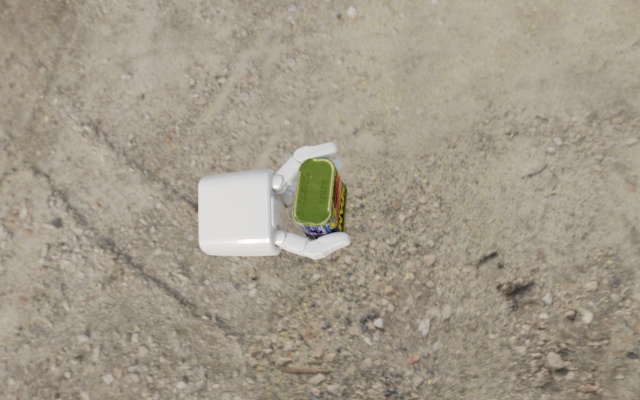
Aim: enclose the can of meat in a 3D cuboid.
[{"bbox_3d":[0.000,0.002,0.657,0.057,0.102,0.084,0,-22,14],"label":"can of meat"}]
